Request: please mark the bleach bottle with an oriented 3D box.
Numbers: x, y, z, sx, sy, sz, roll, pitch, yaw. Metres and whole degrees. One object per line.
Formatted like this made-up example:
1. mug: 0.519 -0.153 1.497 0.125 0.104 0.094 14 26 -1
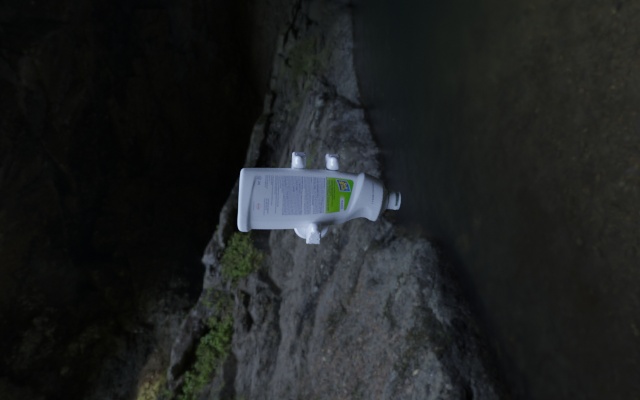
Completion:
1. bleach bottle: 0.000 0.002 0.754 0.251 0.102 0.068 3 -4 -4
